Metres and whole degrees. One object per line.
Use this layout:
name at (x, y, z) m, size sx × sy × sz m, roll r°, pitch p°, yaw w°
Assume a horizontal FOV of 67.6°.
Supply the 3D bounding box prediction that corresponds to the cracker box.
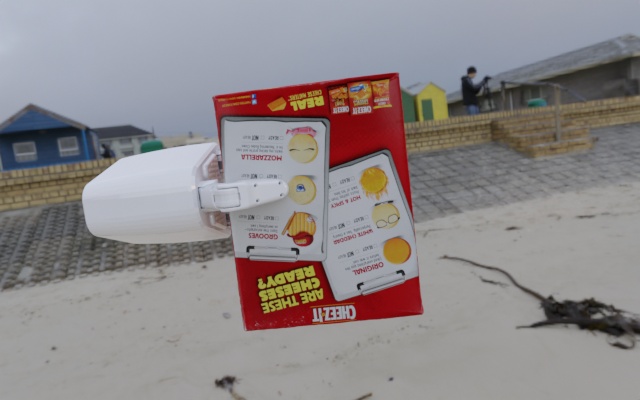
cracker box at (0.000, 0.001, 0.446) m, size 0.164 × 0.214 × 0.072 m, roll -6°, pitch 6°, yaw 5°
